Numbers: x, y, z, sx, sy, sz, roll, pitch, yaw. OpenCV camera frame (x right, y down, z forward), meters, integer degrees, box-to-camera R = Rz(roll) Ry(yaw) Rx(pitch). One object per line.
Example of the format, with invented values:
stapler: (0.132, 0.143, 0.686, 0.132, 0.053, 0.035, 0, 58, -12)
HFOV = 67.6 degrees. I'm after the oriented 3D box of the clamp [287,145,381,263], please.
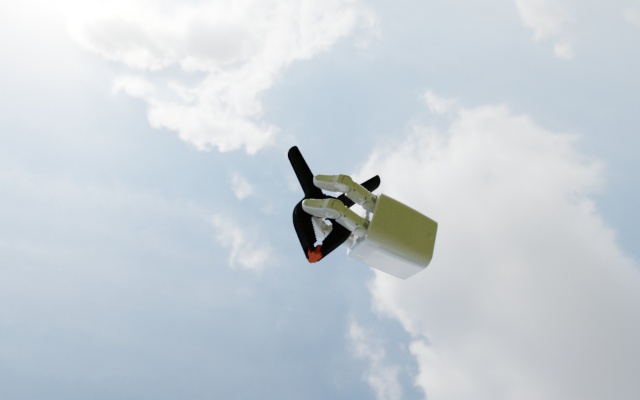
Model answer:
clamp: (0.000, 0.003, 0.748, 0.164, 0.209, 0.036, 23, -42, -1)
